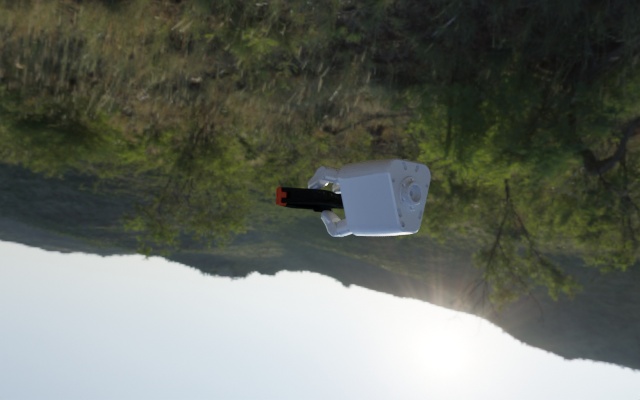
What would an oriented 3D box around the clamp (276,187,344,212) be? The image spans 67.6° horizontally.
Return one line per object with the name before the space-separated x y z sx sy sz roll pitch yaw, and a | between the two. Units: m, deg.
clamp | 0.000 0.004 0.843 0.210 0.036 0.164 6 -9 -37
